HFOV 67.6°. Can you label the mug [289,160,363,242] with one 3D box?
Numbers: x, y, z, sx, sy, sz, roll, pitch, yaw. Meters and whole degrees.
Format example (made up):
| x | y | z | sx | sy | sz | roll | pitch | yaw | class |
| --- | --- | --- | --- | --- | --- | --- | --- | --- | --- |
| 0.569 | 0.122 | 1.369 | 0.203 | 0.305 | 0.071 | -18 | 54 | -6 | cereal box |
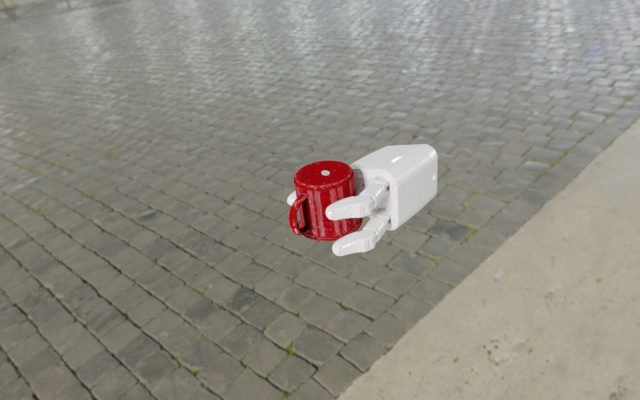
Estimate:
| x | y | z | sx | sy | sz | roll | pitch | yaw | class |
| --- | --- | --- | --- | --- | --- | --- | --- | --- | --- |
| -0.001 | 0.003 | 0.649 | 0.093 | 0.081 | 0.117 | 21 | 40 | 40 | mug |
